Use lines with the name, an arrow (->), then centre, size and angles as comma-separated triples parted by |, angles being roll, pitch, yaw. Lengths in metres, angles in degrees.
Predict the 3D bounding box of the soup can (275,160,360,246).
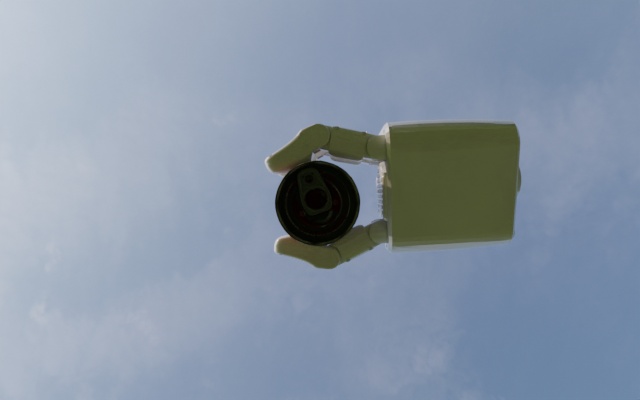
soup can -> 0.000, 0.002, 0.428 | 0.068, 0.068, 0.102 | 0, 1, 3
